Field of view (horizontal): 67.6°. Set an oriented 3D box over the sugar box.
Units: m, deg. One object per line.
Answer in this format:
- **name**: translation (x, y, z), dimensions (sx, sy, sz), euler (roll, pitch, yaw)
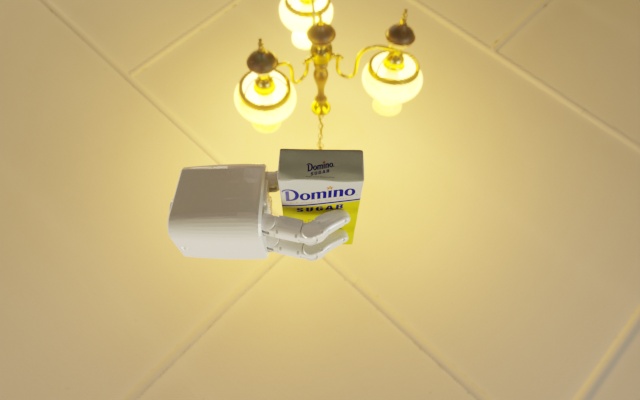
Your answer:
- **sugar box**: translation (0.000, 0.002, 0.578), dimensions (0.093, 0.048, 0.176), euler (1, -25, 1)
